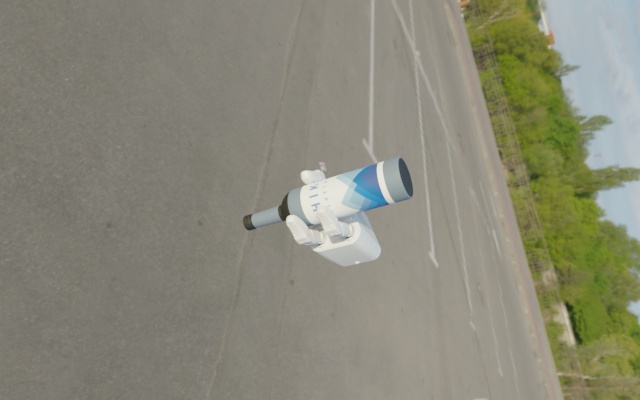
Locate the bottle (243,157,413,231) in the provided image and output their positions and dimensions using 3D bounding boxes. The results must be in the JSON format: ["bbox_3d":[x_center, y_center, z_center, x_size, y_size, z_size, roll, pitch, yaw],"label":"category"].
[{"bbox_3d":[0.000,0.002,0.782,0.296,0.069,0.069,-16,-7,24],"label":"bottle"}]
